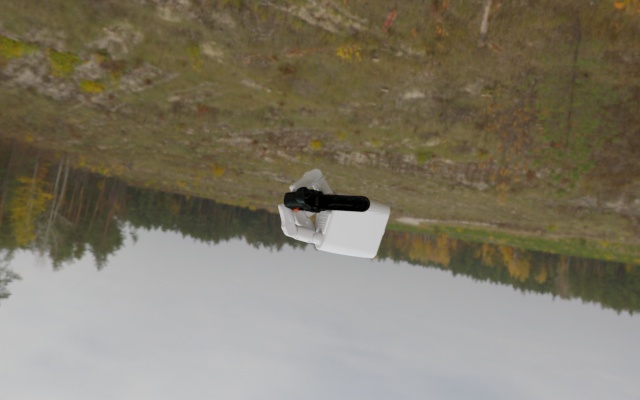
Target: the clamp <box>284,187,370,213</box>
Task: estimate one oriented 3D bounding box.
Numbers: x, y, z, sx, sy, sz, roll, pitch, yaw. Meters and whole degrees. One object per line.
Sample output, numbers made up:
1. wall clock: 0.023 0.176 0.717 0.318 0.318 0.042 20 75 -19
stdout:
1. clamp: 0.000 0.003 0.765 0.120 0.039 0.171 14 -5 -16
